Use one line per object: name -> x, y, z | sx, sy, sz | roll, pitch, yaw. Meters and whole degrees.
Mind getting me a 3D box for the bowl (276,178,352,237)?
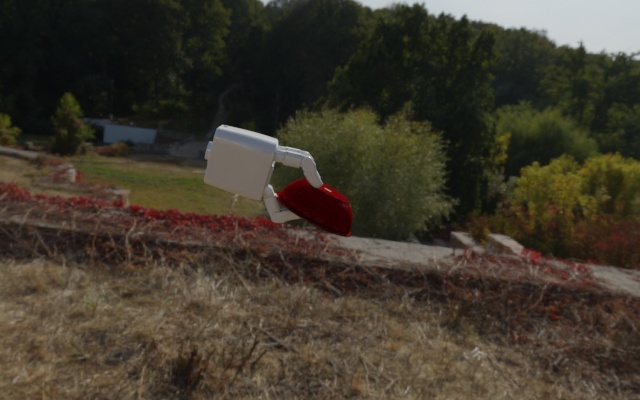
bowl -> 0.001, 0.003, 0.880 | 0.162, 0.055, 0.162 | 28, 10, -5
